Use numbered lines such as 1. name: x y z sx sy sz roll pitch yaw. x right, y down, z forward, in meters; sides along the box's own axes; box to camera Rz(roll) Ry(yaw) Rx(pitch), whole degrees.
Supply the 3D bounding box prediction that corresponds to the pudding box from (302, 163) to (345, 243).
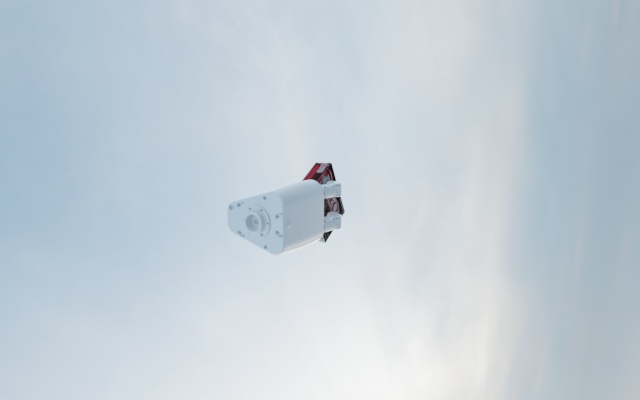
1. pudding box: 0.000 0.003 0.841 0.039 0.114 0.090 7 41 28
